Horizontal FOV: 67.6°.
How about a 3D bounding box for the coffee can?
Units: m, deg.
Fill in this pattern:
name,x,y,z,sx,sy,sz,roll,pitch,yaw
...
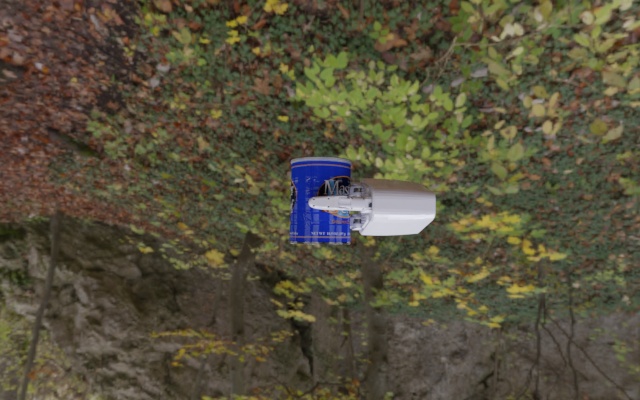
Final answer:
name,x,y,z,sx,sy,sz,roll,pitch,yaw
coffee can,0.000,0.002,0.803,0.103,0.140,0.103,1,-4,0
